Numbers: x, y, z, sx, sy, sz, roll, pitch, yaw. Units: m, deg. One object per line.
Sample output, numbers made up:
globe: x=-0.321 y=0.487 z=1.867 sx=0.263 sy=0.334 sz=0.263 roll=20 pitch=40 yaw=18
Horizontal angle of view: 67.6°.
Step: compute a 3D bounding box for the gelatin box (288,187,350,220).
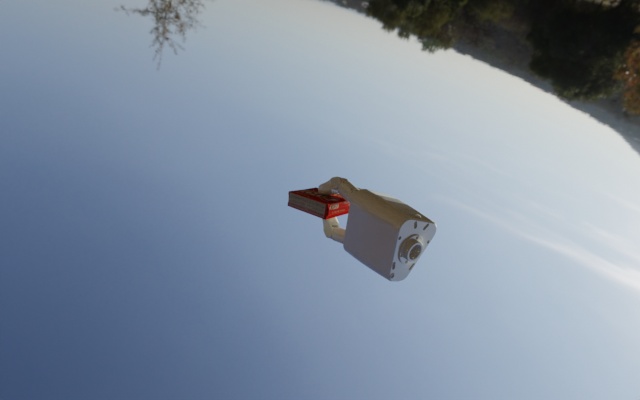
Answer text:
gelatin box: x=0.000 y=0.003 z=0.821 sx=0.089 sy=0.030 sz=0.073 roll=18 pitch=18 yaw=37
